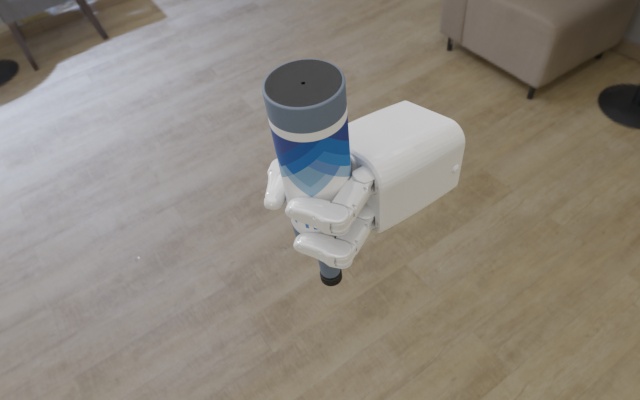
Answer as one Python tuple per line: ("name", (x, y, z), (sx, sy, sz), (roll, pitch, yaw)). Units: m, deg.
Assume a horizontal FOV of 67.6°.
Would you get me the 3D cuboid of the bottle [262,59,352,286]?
("bottle", (0.000, 0.001, 0.487), (0.069, 0.069, 0.296), (0, -40, 7))
